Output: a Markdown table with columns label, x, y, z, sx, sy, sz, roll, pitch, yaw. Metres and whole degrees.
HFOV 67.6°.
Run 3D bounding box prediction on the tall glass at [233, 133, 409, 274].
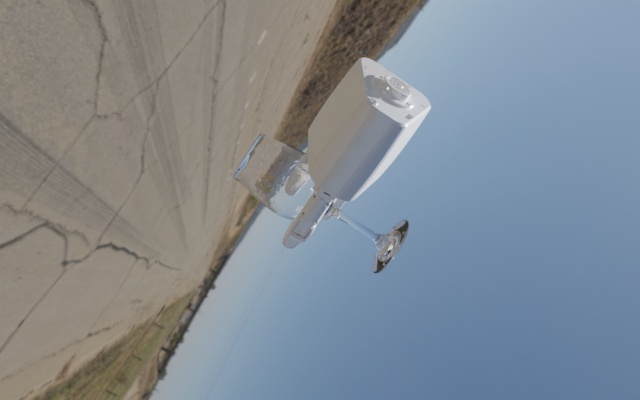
| label | x | y | z | sx | sy | sz | roll | pitch | yaw |
| --- | --- | --- | --- | --- | --- | --- | --- | --- | --- |
| tall glass | 0.001 | 0.002 | 0.556 | 0.201 | 0.079 | 0.079 | 32 | -4 | -7 |
